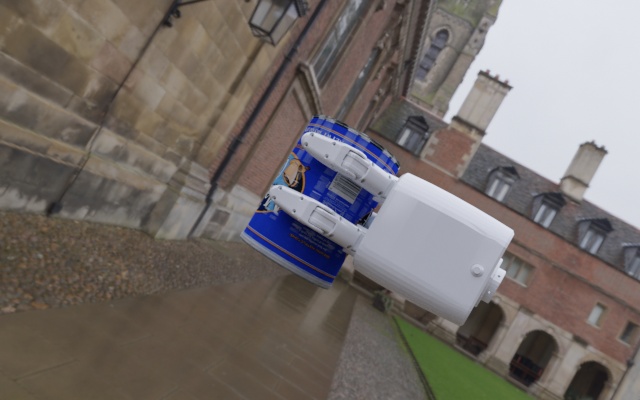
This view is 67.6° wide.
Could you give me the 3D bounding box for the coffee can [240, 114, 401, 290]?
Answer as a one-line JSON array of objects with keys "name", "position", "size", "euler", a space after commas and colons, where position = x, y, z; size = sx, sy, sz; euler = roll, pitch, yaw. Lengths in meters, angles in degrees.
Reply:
[{"name": "coffee can", "position": [0.000, 0.002, 0.475], "size": [0.103, 0.140, 0.103], "euler": [31, -3, 2]}]
